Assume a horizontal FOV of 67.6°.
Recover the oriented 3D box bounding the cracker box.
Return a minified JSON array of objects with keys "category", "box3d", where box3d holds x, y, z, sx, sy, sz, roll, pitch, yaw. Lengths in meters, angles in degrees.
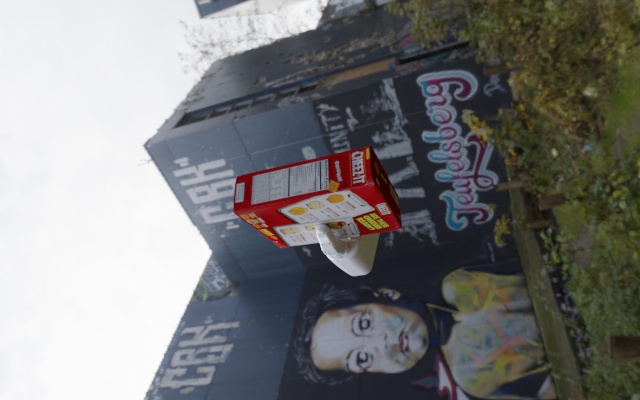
[{"category":"cracker box","box3d":[0.000,0.003,0.731,0.214,0.072,0.164,-12,-28,18]}]
